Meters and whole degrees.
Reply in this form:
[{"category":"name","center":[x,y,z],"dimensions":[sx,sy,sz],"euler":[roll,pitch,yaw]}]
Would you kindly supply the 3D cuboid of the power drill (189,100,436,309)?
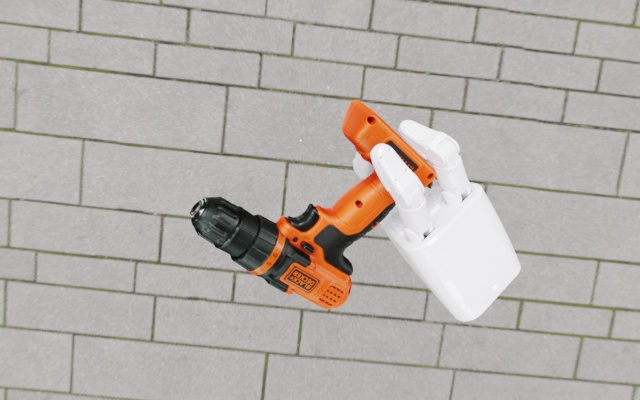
[{"category":"power drill","center":[0.001,0.001,0.447],"dimensions":[0.184,0.188,0.057],"euler":[35,13,-31]}]
